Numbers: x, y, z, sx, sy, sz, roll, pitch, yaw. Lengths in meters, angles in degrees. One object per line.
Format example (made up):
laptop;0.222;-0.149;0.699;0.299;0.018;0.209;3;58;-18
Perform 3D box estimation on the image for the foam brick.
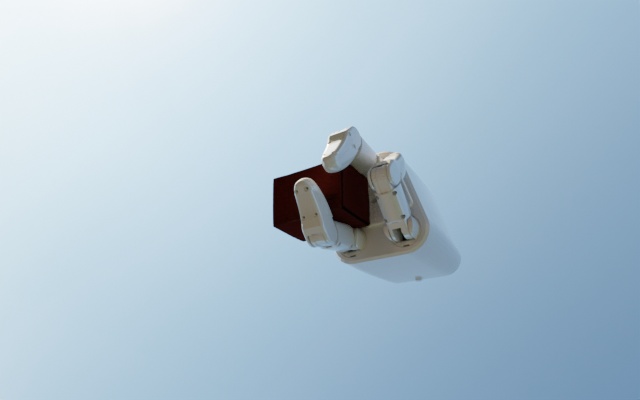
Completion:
foam brick;0.000;0.001;0.454;0.078;0.053;0.051;-15;-28;29
